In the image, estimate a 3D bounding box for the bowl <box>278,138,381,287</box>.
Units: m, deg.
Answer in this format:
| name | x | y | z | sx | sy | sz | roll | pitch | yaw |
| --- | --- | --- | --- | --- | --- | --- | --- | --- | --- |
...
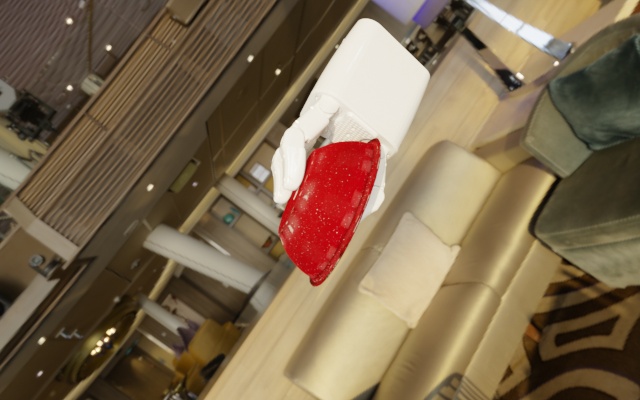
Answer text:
| name | x | y | z | sx | sy | sz | roll | pitch | yaw |
| --- | --- | --- | --- | --- | --- | --- | --- | --- | --- |
| bowl | -0.001 | 0.002 | 0.478 | 0.055 | 0.162 | 0.162 | 23 | -4 | -8 |
